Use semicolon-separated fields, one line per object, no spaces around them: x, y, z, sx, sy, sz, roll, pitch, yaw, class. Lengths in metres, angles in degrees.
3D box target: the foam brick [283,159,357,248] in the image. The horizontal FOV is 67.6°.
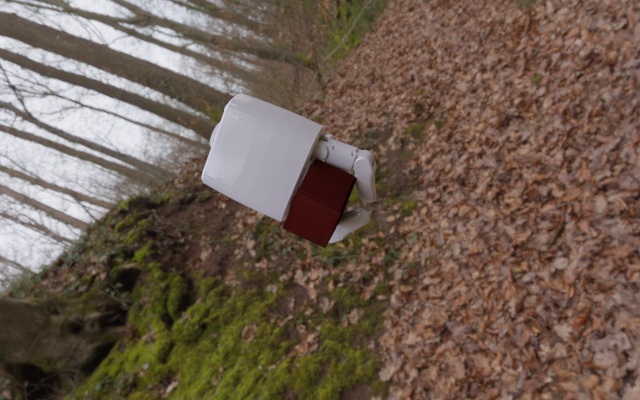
0.000;0.002;0.511;0.051;0.053;0.078;25;33;1;foam brick
